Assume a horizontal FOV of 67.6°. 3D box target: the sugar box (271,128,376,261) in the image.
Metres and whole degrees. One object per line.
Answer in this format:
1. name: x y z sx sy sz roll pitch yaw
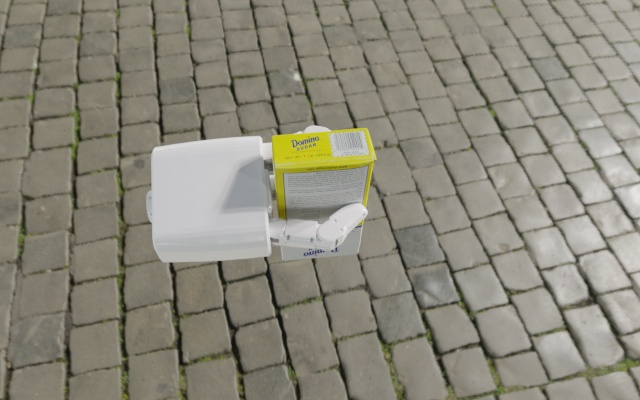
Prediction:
1. sugar box: 0.000 0.001 0.501 0.093 0.048 0.176 -5 -32 -6
